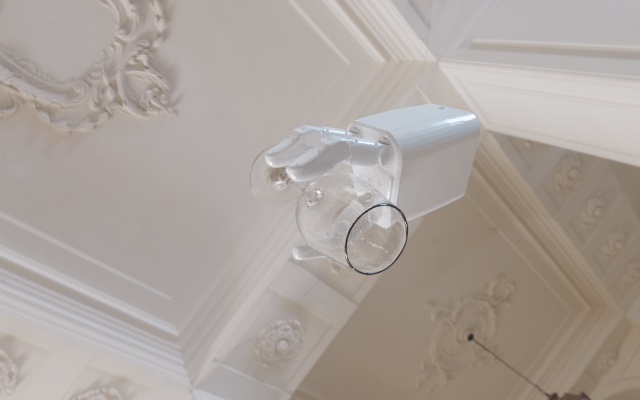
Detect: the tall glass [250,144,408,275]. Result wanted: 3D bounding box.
[{"bbox_3d":[0.000,0.001,0.466,0.079,0.079,0.201,0,18,-29],"label":"tall glass"}]
